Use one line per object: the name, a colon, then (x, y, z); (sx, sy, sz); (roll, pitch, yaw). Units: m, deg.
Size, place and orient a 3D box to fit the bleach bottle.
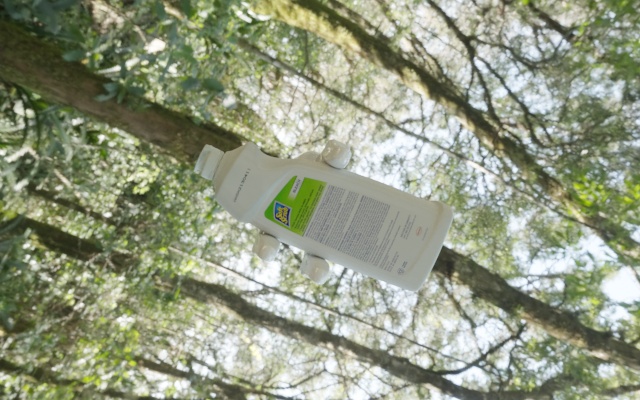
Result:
bleach bottle: (0.000, 0.002, 0.481); (0.251, 0.102, 0.068); (24, -1, -10)
